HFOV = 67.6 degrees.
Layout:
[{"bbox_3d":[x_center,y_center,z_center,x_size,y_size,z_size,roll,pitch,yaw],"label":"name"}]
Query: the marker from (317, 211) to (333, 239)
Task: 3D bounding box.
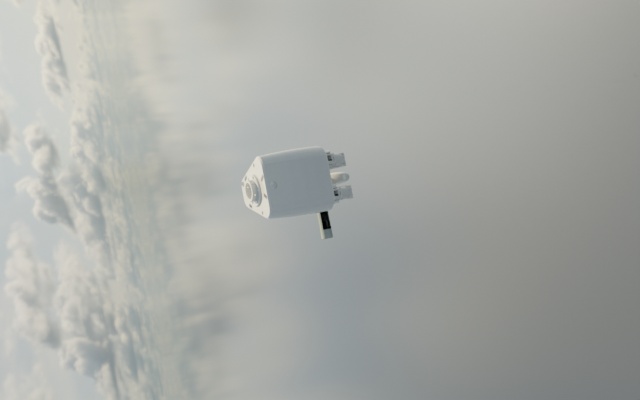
[{"bbox_3d":[0.000,0.003,0.780,0.020,0.121,0.020,-11,-1,0],"label":"marker"}]
